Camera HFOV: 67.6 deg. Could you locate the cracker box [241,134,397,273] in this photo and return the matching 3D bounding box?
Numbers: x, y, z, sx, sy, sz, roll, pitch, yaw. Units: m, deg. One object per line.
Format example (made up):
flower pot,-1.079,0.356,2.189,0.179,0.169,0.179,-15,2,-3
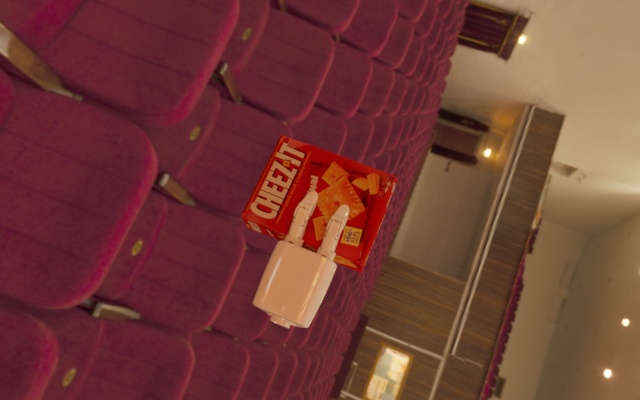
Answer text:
cracker box,0.000,0.003,0.798,0.213,0.164,0.072,21,-18,9
